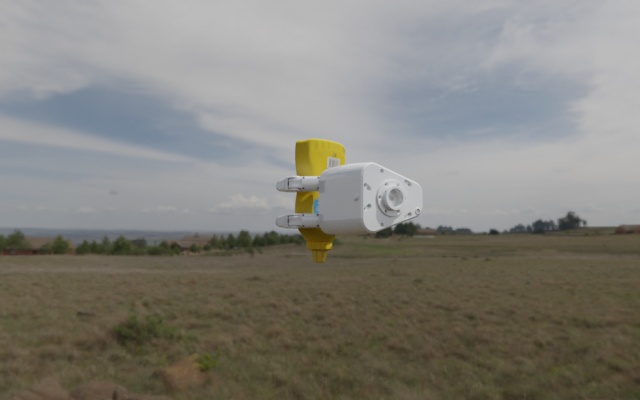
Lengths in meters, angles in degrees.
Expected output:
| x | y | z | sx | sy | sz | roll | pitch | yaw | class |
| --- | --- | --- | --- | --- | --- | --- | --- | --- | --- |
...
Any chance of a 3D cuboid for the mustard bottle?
| x | y | z | sx | sy | sz | roll | pitch | yaw | class |
| --- | --- | --- | --- | --- | --- | --- | --- | --- | --- |
| 0.000 | 0.002 | 0.763 | 0.058 | 0.191 | 0.096 | -2 | -4 | 36 | mustard bottle |
